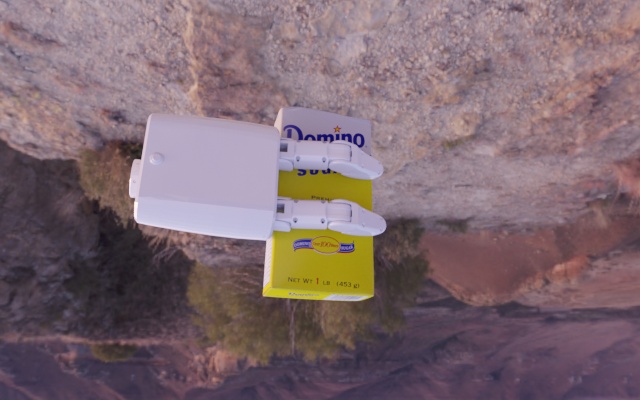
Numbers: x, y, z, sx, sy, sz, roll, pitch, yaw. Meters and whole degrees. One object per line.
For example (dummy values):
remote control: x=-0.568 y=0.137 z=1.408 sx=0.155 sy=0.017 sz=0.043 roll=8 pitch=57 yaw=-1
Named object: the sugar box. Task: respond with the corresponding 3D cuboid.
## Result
sugar box: x=0.000 y=0.001 z=0.443 sx=0.093 sy=0.176 sz=0.048 roll=7 pitch=-20 yaw=-15
